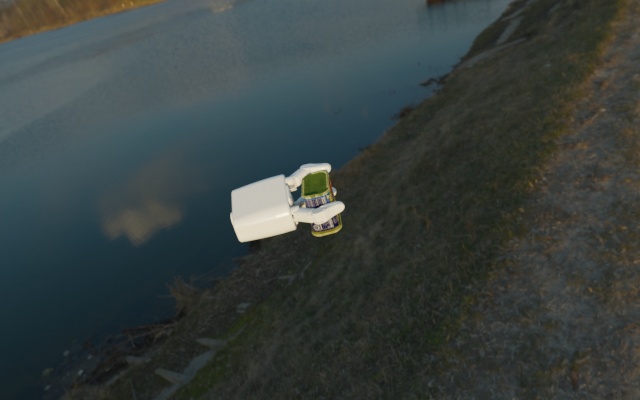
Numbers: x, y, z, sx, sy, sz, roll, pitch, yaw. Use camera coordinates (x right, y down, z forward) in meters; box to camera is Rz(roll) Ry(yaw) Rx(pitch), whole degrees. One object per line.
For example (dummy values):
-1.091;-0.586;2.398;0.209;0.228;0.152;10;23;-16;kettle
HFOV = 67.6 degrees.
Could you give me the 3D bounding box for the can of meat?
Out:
0.000;0.003;0.890;0.057;0.084;0.102;-14;28;5;can of meat
